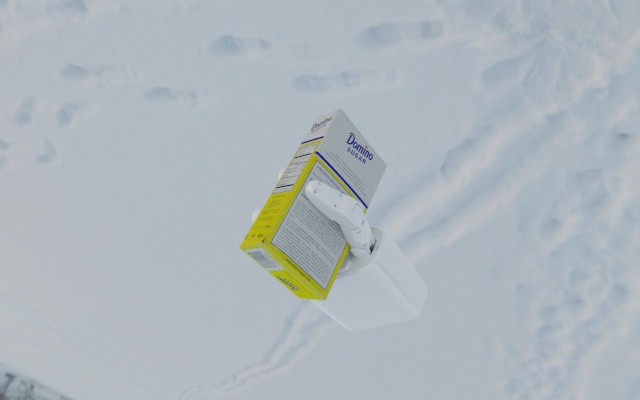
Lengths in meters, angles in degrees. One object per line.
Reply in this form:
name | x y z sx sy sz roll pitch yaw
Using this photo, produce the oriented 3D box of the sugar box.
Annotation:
sugar box | 0.000 0.002 0.488 0.048 0.176 0.093 -11 -48 45
